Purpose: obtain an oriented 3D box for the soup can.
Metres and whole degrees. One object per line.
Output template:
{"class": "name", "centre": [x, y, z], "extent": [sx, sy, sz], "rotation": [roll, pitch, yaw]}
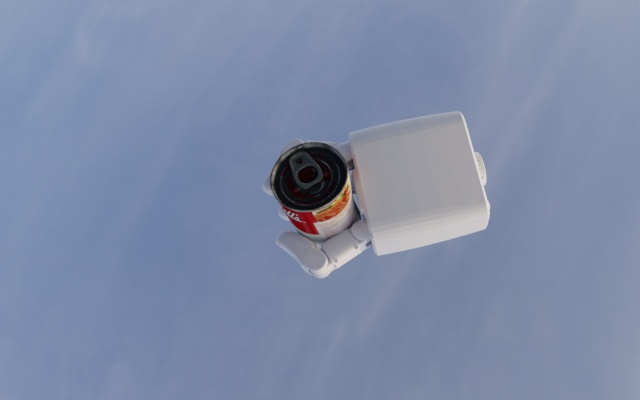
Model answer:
{"class": "soup can", "centre": [0.000, 0.002, 0.446], "extent": [0.068, 0.068, 0.102], "rotation": [0, -27, 13]}
